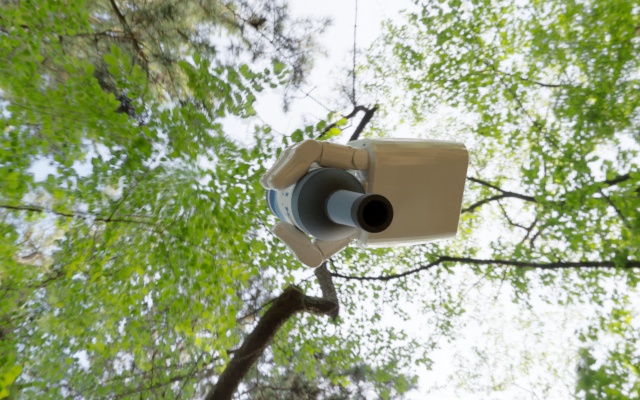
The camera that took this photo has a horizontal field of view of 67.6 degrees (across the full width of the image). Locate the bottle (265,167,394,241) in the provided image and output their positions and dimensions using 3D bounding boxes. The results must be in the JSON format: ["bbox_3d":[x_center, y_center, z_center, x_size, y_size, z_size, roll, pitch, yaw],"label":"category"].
[{"bbox_3d":[0.000,0.002,0.467,0.069,0.069,0.295,0,3,-15],"label":"bottle"}]
